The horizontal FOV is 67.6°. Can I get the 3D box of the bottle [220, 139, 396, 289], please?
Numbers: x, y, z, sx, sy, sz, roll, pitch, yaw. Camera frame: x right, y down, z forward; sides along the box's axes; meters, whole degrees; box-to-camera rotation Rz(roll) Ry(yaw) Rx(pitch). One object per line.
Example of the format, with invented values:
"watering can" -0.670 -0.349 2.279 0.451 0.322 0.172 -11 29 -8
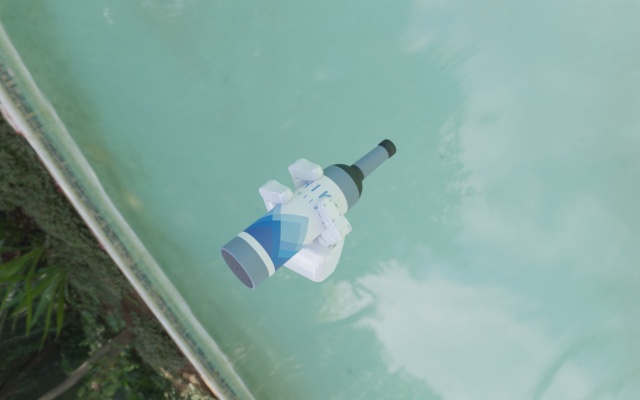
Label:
"bottle" 0.000 0.002 0.656 0.295 0.069 0.069 -39 19 -25
